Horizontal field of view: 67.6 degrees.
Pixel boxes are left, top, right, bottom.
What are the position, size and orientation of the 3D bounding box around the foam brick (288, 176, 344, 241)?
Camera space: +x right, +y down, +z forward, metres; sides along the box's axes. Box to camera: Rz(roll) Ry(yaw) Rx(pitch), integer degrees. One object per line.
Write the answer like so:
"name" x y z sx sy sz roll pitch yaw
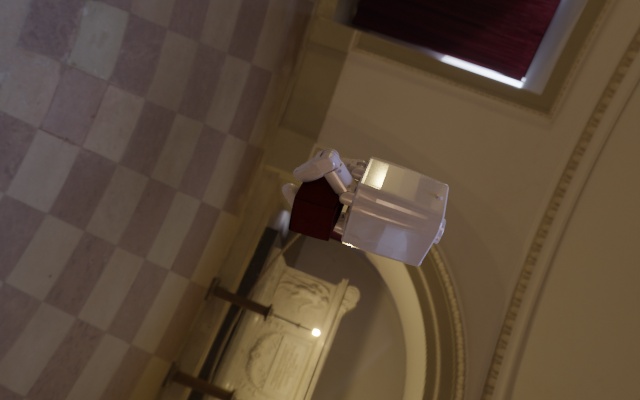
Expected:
"foam brick" 0.000 0.002 0.587 0.051 0.053 0.078 18 40 7
